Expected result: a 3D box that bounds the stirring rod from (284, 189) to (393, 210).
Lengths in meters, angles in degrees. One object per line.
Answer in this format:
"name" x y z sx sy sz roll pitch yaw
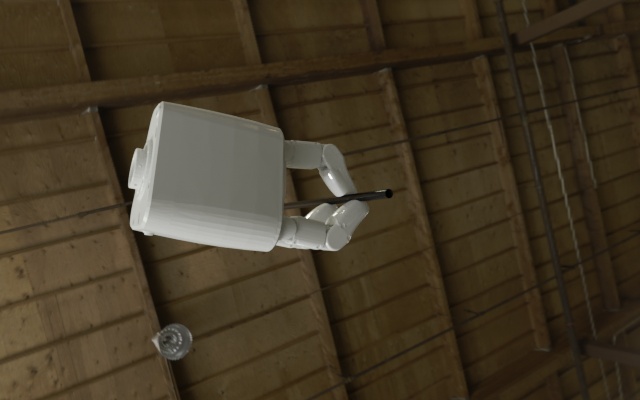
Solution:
"stirring rod" 0.000 0.002 0.502 0.011 0.011 0.239 0 -4 -28
